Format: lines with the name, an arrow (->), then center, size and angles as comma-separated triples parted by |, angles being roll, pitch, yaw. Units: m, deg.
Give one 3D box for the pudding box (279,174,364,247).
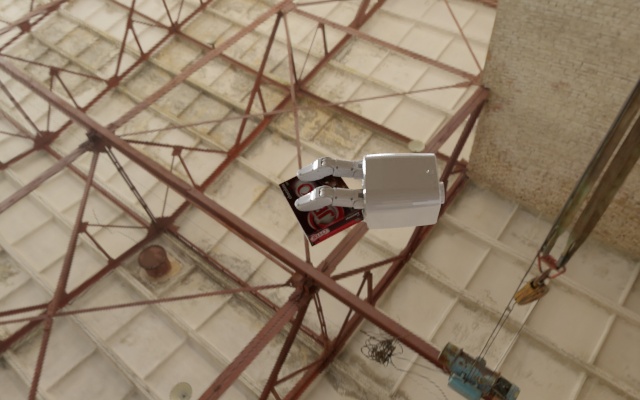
pudding box -> 0.000, 0.002, 0.722 | 0.090, 0.113, 0.039 | -27, -38, -7
